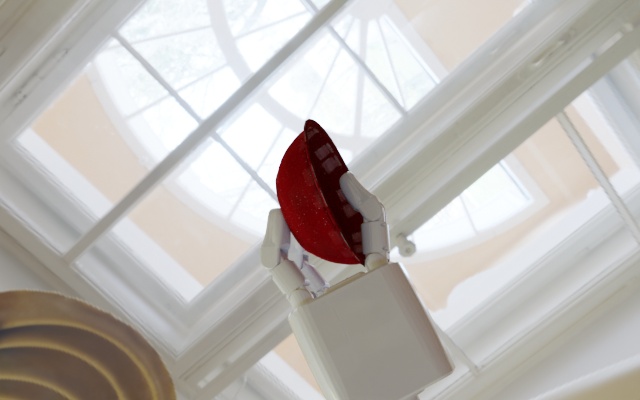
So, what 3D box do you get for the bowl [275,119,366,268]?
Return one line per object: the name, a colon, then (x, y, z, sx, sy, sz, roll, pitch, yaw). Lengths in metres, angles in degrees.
bowl: (-0.001, 0.001, 0.485, 0.055, 0.162, 0.162, -23, -6, 15)
